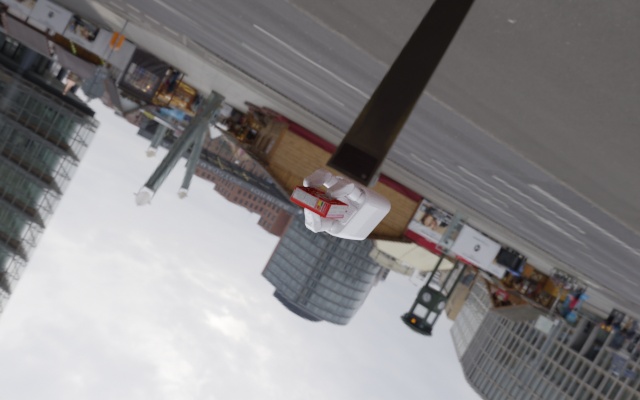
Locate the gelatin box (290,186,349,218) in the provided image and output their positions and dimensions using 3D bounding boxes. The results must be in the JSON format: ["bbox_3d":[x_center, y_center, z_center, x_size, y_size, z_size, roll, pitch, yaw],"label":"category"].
[{"bbox_3d":[0.000,0.003,0.833,0.073,0.030,0.089,28,10,22],"label":"gelatin box"}]
